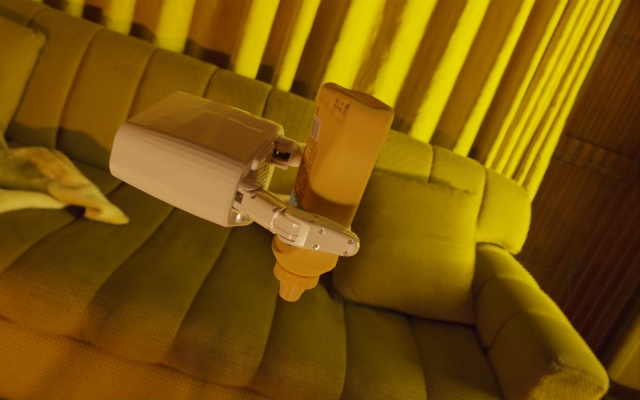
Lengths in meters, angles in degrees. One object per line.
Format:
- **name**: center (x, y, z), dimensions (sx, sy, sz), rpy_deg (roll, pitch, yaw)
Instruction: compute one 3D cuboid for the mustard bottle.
- **mustard bottle**: center (0.000, 0.001, 0.407), dimensions (0.058, 0.192, 0.096), rpy_deg (14, 18, -17)
